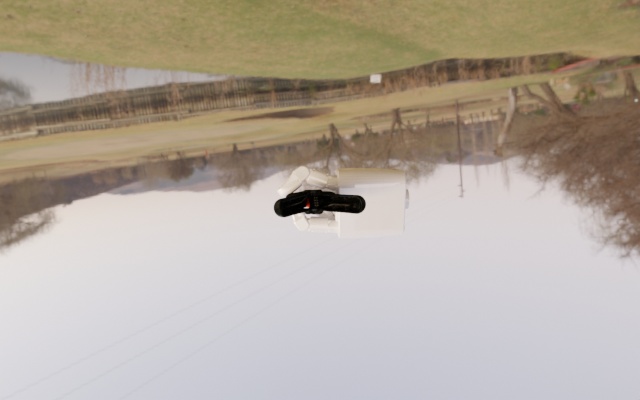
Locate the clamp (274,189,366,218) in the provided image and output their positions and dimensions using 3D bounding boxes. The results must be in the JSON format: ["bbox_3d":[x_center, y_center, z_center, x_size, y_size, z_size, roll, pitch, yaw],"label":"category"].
[{"bbox_3d":[0.000,0.003,0.688,0.120,0.039,0.171,4,7,0],"label":"clamp"}]
